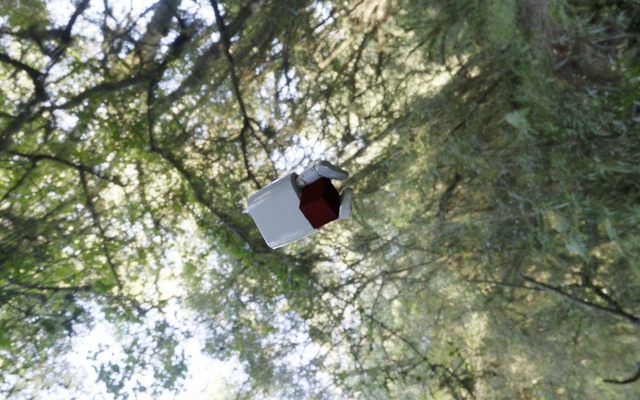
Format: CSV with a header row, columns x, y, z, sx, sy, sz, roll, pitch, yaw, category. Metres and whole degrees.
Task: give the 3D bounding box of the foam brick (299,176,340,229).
x,y,z,sx,sy,sz,roll,pitch,yaw,category
0.000,0.003,0.842,0.051,0.053,0.078,-25,26,19,foam brick
